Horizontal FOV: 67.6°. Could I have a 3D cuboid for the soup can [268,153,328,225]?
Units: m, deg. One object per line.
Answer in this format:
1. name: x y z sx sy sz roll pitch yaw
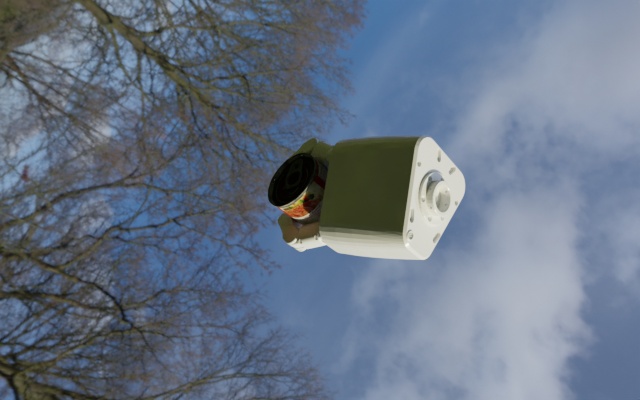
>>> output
1. soup can: 0.000 0.002 0.540 0.068 0.068 0.102 0 -29 46
